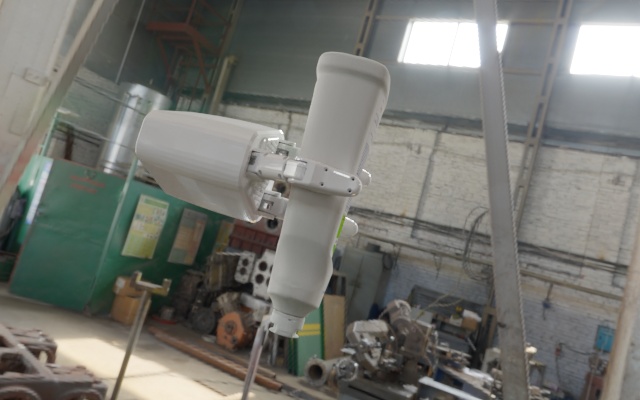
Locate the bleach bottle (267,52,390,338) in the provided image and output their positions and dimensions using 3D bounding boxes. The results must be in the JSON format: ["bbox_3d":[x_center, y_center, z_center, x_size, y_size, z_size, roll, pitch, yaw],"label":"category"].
[{"bbox_3d":[0.000,0.001,0.443,0.068,0.251,0.102,15,-6,9],"label":"bleach bottle"}]
